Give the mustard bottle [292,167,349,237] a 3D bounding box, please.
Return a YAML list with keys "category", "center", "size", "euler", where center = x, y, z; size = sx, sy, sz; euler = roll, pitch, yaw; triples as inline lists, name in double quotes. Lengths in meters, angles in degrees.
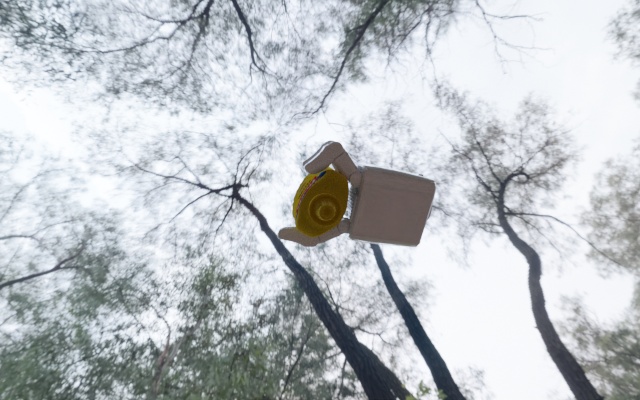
- category: "mustard bottle"
  center: [0.000, 0.002, 0.662]
  size: [0.058, 0.096, 0.191]
  euler: [33, 4, -9]
